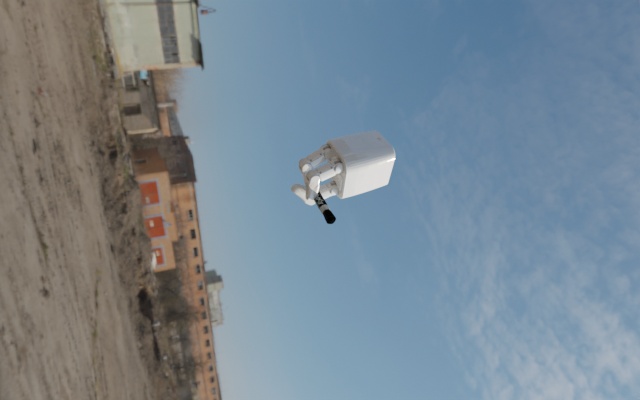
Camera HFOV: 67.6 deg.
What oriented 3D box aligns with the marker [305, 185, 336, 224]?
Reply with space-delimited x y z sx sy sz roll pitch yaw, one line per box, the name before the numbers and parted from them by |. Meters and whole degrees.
marker | 0.000 0.003 0.893 0.020 0.020 0.121 0 36 -26
